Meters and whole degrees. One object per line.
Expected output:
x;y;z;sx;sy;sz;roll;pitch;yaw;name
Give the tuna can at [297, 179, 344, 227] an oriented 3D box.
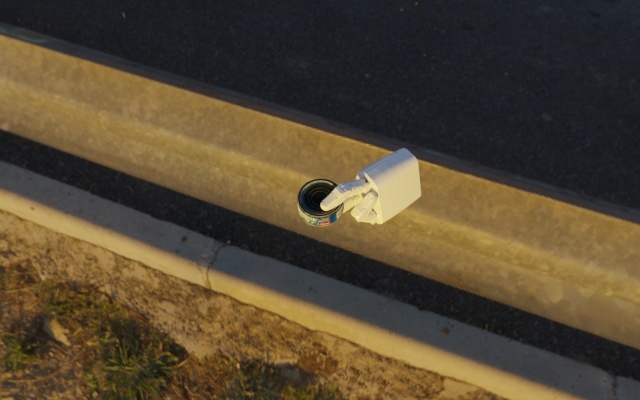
0.000;0.003;0.868;0.086;0.086;0.034;0;-32;3;tuna can
